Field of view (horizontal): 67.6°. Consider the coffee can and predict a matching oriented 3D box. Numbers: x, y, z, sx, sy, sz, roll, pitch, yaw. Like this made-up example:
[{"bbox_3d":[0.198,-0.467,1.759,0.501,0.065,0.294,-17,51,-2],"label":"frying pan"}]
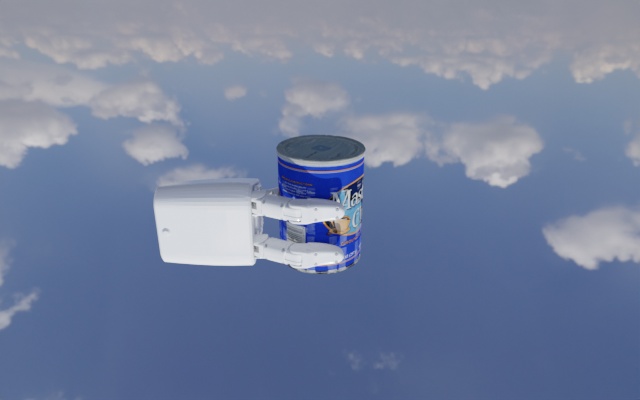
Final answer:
[{"bbox_3d":[0.000,0.002,0.576,0.103,0.140,0.102,0,23,0],"label":"coffee can"}]
